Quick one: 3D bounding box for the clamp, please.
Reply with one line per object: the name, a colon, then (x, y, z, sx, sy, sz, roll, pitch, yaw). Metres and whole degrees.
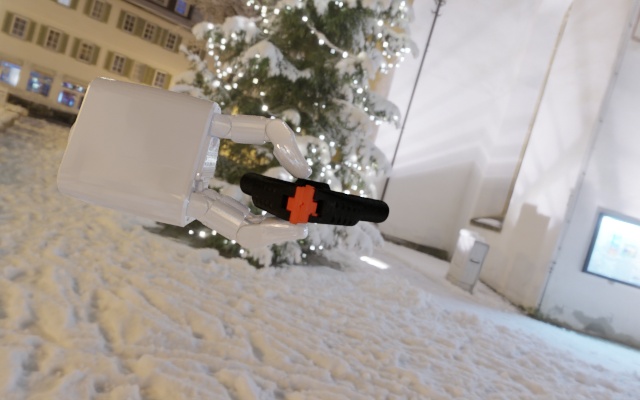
clamp: (0.000, 0.001, 0.436, 0.164, 0.036, 0.210, 11, 2, -5)
